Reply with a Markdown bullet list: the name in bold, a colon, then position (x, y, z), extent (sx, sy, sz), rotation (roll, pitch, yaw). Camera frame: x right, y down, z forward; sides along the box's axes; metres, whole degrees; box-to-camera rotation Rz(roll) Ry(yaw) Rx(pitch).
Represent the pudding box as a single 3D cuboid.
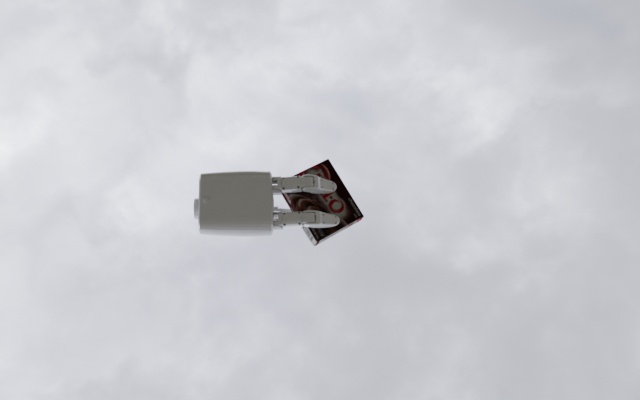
- **pudding box**: position (0.000, 0.003, 0.754), extent (0.090, 0.113, 0.039), rotation (-28, -9, -19)
